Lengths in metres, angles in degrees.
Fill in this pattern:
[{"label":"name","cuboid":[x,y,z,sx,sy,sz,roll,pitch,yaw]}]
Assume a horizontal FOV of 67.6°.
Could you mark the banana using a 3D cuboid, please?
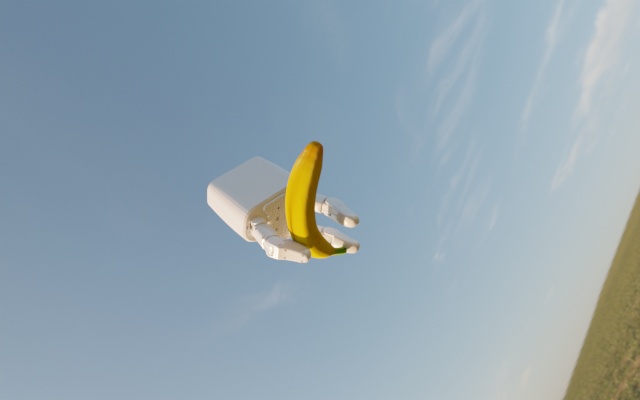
[{"label":"banana","cuboid":[-0.014,0.014,0.614,0.069,0.198,0.037,-35,47,-21]}]
